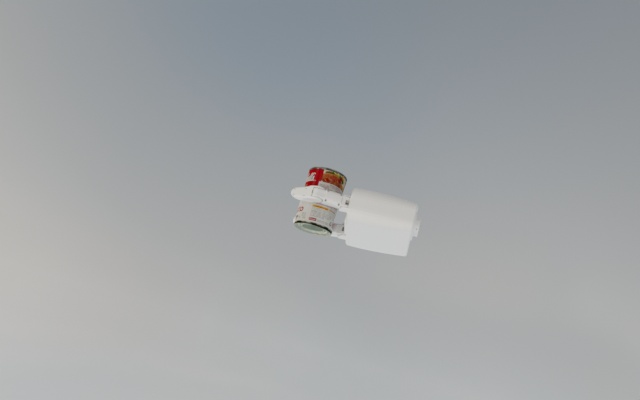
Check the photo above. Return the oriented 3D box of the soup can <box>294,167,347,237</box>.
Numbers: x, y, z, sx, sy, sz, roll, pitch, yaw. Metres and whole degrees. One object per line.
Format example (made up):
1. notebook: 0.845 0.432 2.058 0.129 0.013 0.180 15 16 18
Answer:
1. soup can: 0.000 0.003 0.811 0.068 0.102 0.068 14 -17 5
